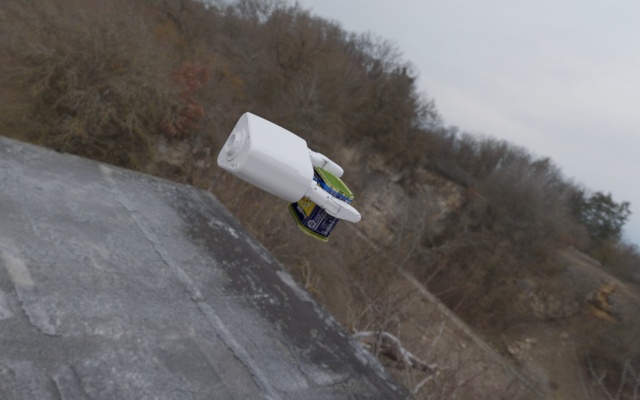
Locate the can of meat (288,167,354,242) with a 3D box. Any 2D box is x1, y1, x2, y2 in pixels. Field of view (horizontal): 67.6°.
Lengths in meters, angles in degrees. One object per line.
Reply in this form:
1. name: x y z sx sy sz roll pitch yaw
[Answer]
1. can of meat: 0.000 0.002 0.756 0.057 0.084 0.102 27 14 -27
